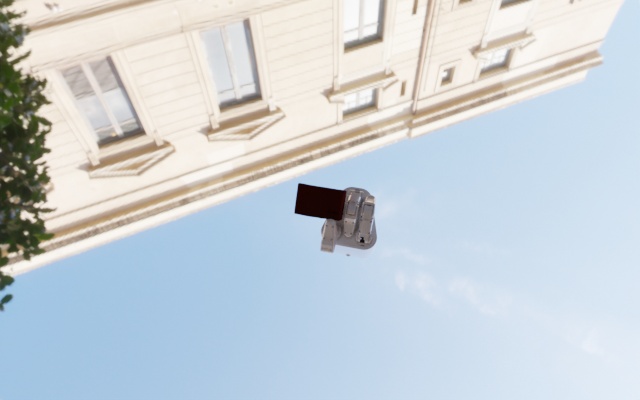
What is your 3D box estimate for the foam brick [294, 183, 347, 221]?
[{"bbox_3d":[0.000,0.002,0.800,0.078,0.053,0.051,10,2,7],"label":"foam brick"}]
